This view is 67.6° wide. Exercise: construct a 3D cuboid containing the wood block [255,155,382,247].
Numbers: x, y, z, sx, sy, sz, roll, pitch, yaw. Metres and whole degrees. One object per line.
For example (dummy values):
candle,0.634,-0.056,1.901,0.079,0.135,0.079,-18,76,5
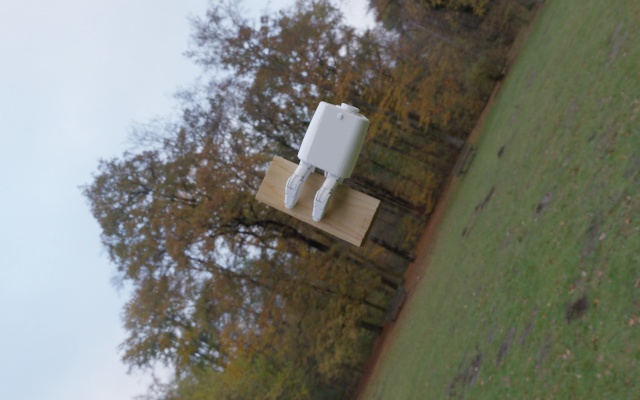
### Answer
wood block,0.000,0.002,0.877,0.206,0.090,0.091,24,0,11
